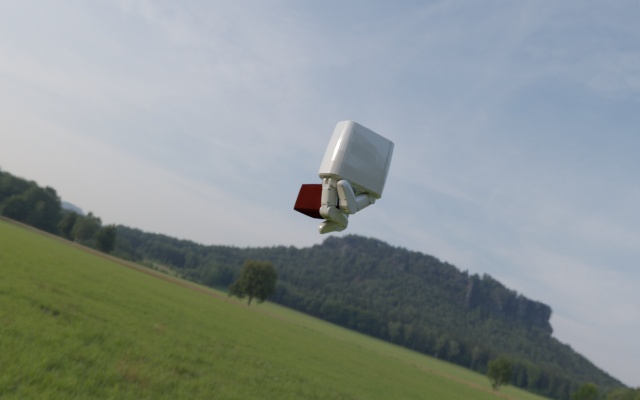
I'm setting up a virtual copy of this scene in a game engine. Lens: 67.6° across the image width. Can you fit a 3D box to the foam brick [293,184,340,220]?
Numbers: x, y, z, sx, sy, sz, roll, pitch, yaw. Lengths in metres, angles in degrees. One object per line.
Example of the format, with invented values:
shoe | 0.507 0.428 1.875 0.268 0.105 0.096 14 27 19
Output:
foam brick | 0.000 0.003 0.861 0.053 0.051 0.078 27 -16 -39
